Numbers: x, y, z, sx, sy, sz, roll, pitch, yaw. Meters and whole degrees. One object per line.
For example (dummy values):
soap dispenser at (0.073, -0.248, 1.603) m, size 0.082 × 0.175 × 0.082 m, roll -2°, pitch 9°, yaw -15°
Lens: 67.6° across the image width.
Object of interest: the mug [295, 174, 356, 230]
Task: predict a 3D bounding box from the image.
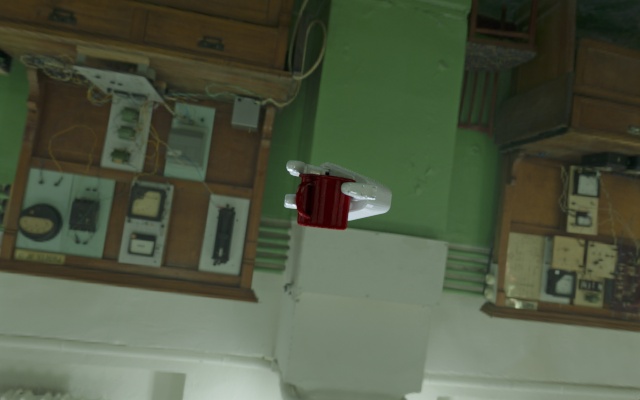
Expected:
mug at (-0.001, 0.003, 0.757) m, size 0.093 × 0.081 × 0.117 m, roll 5°, pitch -3°, yaw 32°
